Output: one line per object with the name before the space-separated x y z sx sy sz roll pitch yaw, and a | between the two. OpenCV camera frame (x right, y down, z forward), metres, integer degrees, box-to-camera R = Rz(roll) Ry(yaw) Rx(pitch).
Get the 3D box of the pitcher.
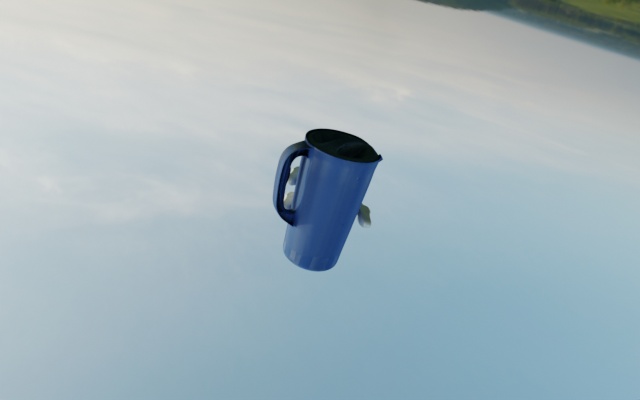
pitcher | 0.000 0.003 0.849 0.149 0.243 0.145 22 27 11
